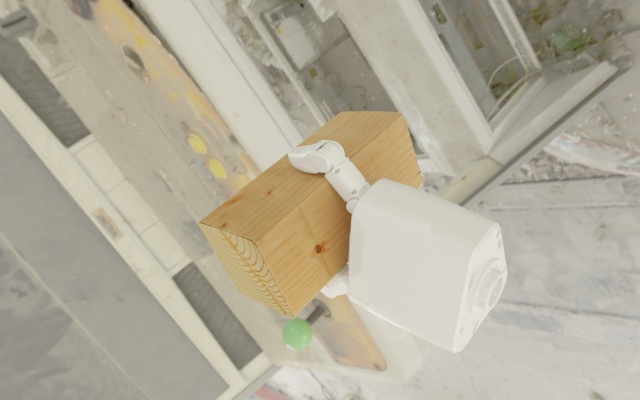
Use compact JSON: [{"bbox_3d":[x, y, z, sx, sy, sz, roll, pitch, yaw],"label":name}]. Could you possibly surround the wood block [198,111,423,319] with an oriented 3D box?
[{"bbox_3d":[0.000,0.001,0.470,0.090,0.091,0.206,12,44,46],"label":"wood block"}]
